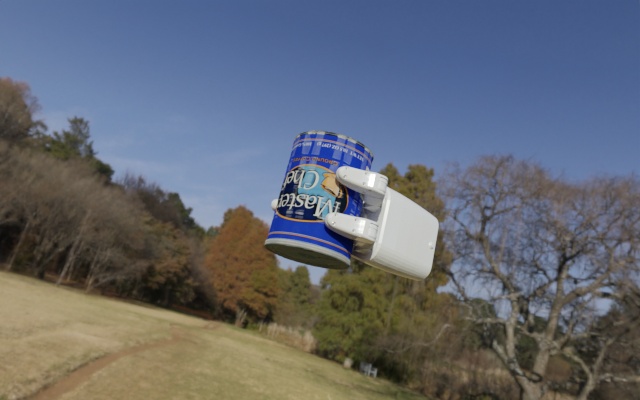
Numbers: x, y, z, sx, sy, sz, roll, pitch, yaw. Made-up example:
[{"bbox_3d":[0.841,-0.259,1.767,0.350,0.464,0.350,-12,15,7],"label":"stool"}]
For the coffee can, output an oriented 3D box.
[{"bbox_3d":[0.000,0.002,0.577,0.103,0.140,0.103,13,-17,4],"label":"coffee can"}]
